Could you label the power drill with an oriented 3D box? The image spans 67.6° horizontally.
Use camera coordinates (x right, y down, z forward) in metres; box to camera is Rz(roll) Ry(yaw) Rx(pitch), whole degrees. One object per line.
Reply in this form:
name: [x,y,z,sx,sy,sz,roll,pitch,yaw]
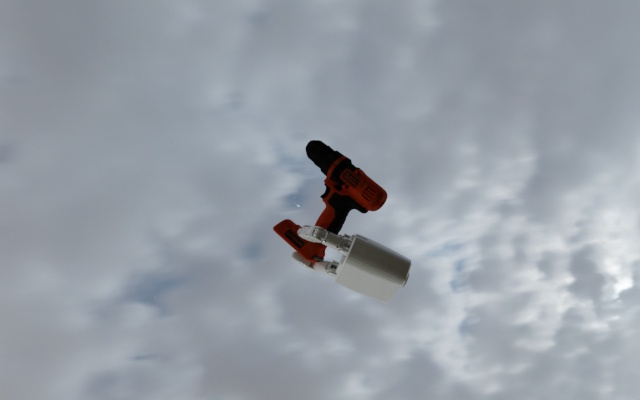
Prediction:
power drill: [0.000,0.003,0.864,0.184,0.187,0.057,41,6,23]
